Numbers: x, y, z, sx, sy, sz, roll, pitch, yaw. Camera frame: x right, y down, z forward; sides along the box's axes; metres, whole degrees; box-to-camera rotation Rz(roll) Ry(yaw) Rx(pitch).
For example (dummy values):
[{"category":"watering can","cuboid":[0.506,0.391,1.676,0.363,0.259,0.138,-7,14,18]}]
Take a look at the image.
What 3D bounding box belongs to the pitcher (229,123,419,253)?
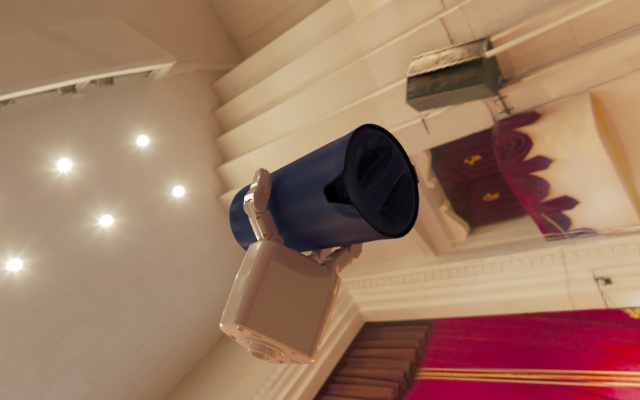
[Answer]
[{"category":"pitcher","cuboid":[0.000,0.002,0.618,0.243,0.145,0.149,-18,-46,43]}]
